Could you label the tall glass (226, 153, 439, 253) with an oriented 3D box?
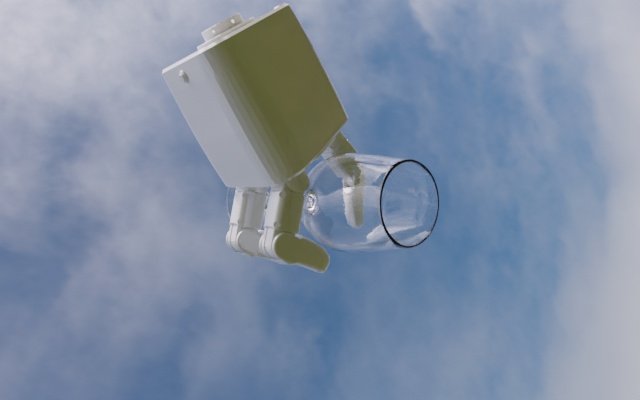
[{"bbox_3d":[0.000,0.001,0.405,0.079,0.079,0.201,0,1,-39],"label":"tall glass"}]
